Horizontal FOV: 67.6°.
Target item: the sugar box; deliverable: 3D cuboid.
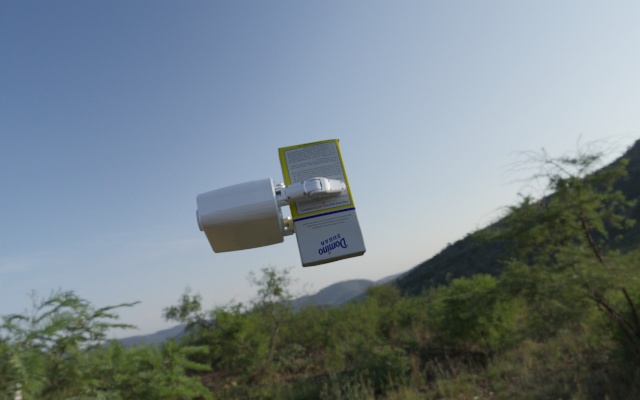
[{"bbox_3d":[0.000,0.002,0.694,0.093,0.176,0.048,-11,-14,-6],"label":"sugar box"}]
